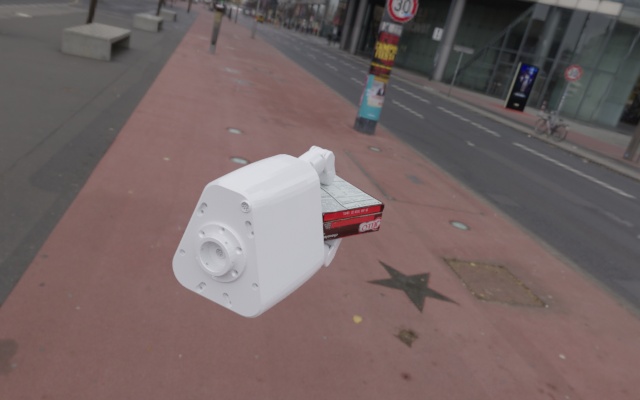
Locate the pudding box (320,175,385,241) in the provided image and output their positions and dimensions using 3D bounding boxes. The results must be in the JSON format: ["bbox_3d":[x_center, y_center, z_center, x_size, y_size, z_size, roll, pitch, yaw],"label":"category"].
[{"bbox_3d":[0.000,0.002,0.526,0.090,0.039,0.113,-6,29,-37],"label":"pudding box"}]
